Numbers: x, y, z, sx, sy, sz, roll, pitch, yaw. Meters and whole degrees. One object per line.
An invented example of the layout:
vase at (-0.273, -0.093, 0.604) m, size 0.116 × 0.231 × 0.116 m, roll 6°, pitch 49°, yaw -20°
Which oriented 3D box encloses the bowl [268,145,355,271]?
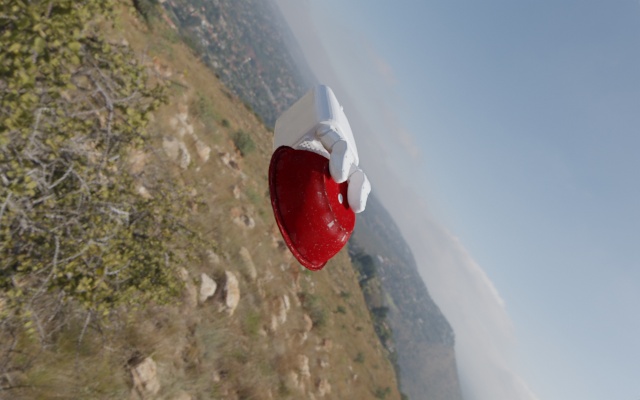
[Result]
bowl at (0.001, 0.003, 0.586) m, size 0.055 × 0.162 × 0.162 m, roll -16°, pitch -6°, yaw 21°
